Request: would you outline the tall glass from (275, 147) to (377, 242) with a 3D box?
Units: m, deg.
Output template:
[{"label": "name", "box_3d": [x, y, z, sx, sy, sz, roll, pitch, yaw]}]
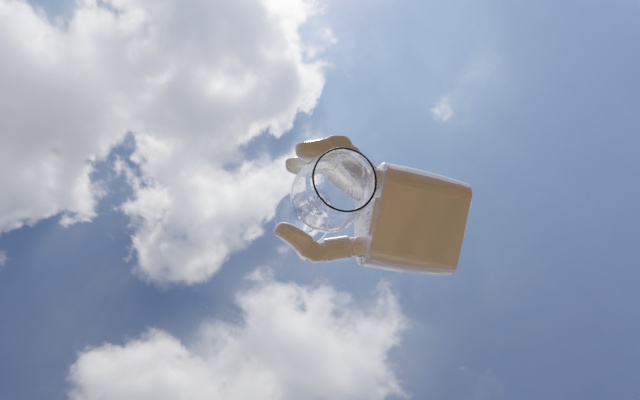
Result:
[{"label": "tall glass", "box_3d": [0.000, 0.002, 0.528, 0.079, 0.079, 0.201, 0, -12, -13]}]
